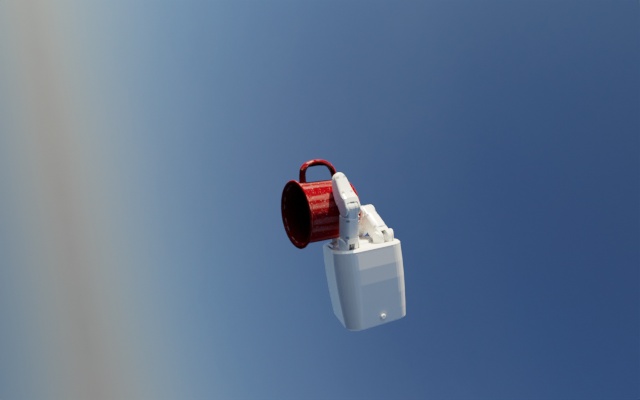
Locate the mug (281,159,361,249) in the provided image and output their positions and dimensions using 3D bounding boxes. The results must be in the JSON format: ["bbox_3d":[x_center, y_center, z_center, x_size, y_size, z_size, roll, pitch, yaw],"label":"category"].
[{"bbox_3d":[0.000,0.001,0.656,0.081,0.117,0.093,-8,5,-28],"label":"mug"}]
